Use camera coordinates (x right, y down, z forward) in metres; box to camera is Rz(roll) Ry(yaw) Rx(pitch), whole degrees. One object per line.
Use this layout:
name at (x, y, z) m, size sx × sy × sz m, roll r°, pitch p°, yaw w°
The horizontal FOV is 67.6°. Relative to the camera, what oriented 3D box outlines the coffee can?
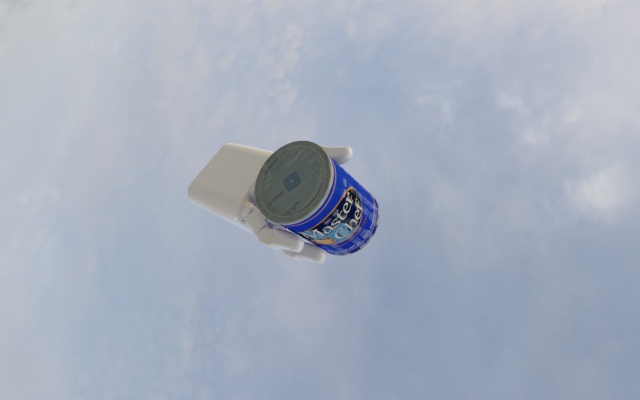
coffee can at (0.000, 0.002, 0.597) m, size 0.103 × 0.102 × 0.140 m, roll 0°, pitch -21°, yaw 31°
